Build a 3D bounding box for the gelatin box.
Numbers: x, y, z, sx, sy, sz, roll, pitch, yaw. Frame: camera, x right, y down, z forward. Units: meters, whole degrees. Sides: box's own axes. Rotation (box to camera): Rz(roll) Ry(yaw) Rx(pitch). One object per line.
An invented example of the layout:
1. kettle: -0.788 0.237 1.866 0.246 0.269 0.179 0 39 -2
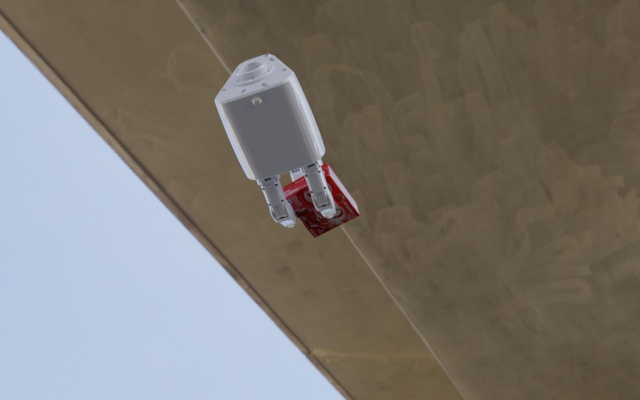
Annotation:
1. gelatin box: 0.000 0.002 0.644 0.073 0.030 0.089 -28 -51 13
